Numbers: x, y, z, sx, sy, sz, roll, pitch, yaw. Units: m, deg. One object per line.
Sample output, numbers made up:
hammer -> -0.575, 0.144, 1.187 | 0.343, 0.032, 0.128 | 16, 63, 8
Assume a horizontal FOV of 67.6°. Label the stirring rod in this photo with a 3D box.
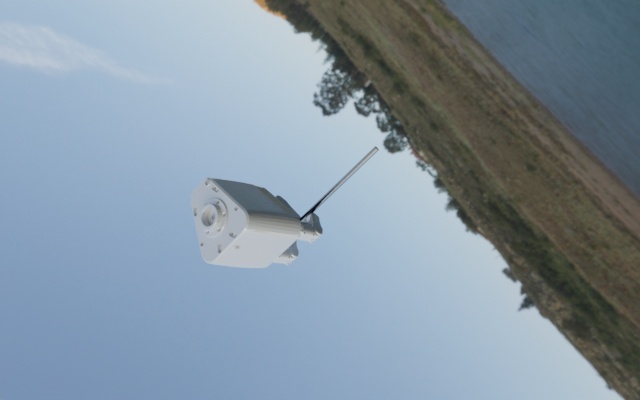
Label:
stirring rod -> 0.000, 0.002, 0.730 | 0.239, 0.011, 0.011 | -44, -19, 21
